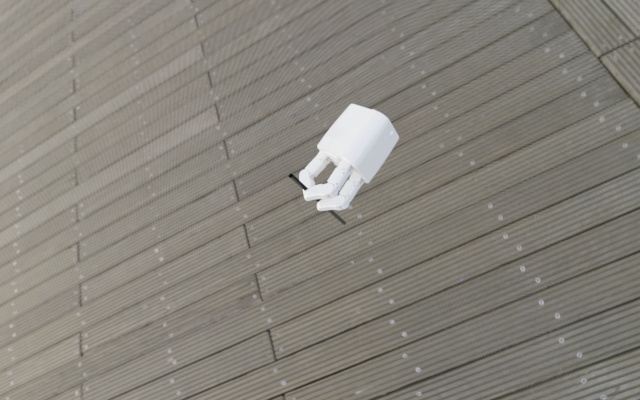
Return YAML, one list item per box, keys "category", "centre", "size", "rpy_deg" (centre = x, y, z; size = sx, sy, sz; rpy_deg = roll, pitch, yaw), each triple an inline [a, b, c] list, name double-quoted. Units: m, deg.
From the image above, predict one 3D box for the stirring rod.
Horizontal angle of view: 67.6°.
- category: "stirring rod"
  centre: [0.000, 0.003, 0.898]
  size: [0.011, 0.011, 0.240]
  rpy_deg: [0, -22, 26]
